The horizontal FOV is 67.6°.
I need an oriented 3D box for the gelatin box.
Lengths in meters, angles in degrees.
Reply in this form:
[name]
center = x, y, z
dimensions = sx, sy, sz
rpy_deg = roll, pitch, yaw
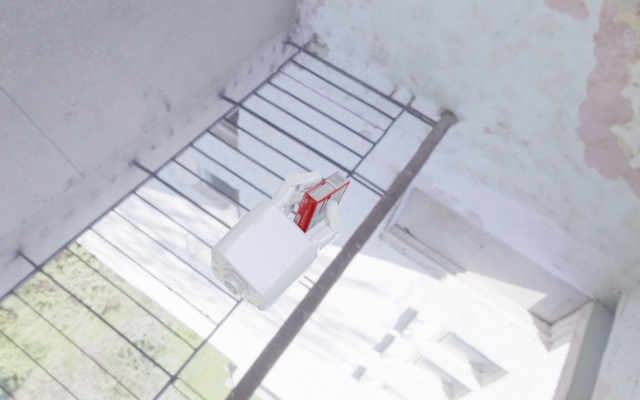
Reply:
[gelatin box]
center = 0.001, 0.003, 0.749
dimensions = 0.030, 0.073, 0.089
rpy_deg = 40, 45, 16
